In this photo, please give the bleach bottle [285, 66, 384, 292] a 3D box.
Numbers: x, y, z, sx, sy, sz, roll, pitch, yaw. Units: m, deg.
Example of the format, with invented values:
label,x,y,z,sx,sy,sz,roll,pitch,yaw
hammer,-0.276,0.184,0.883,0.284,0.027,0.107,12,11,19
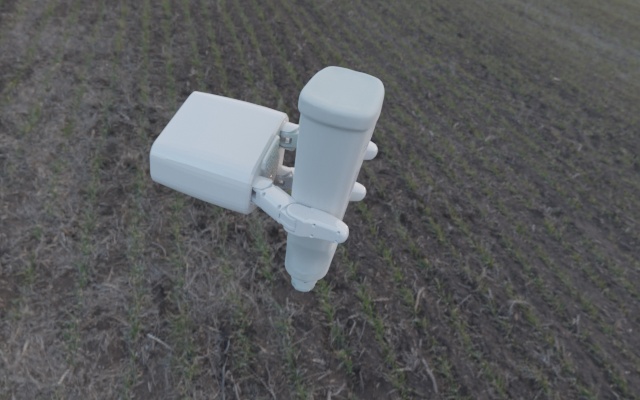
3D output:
label,x,y,z,sx,sy,sz,roll,pitch,yaw
bleach bottle,0.000,0.002,0.483,0.068,0.251,0.102,17,35,6
